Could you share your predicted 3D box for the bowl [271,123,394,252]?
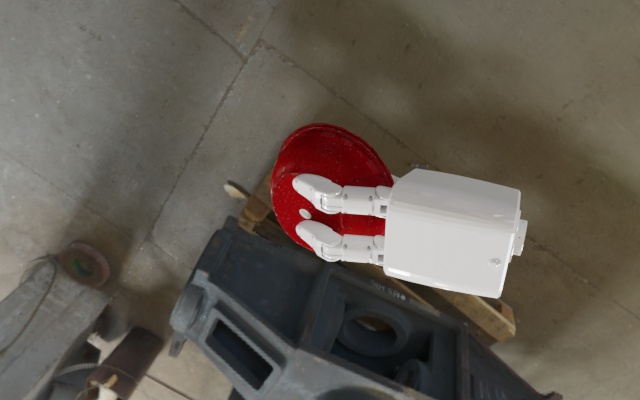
[{"bbox_3d":[-0.001,0.002,0.516,0.162,0.162,0.055,0,25,39],"label":"bowl"}]
